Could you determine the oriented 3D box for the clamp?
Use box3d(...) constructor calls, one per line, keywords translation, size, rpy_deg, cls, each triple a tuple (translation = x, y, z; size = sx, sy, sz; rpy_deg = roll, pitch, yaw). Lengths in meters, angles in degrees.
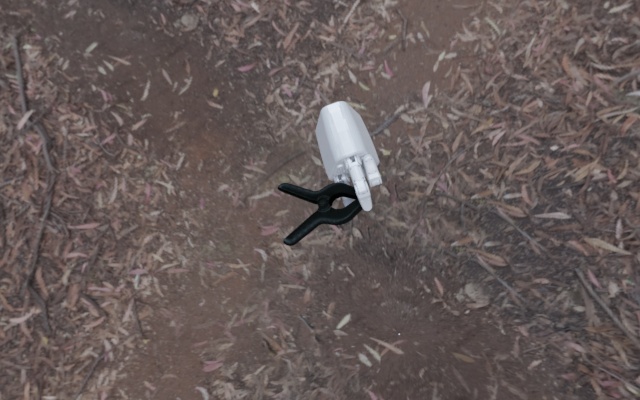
box3d(translation=(0.000, 0.003, 0.867), size=(0.171, 0.120, 0.039), rpy_deg=(-19, -16, 4), cls="clamp")
